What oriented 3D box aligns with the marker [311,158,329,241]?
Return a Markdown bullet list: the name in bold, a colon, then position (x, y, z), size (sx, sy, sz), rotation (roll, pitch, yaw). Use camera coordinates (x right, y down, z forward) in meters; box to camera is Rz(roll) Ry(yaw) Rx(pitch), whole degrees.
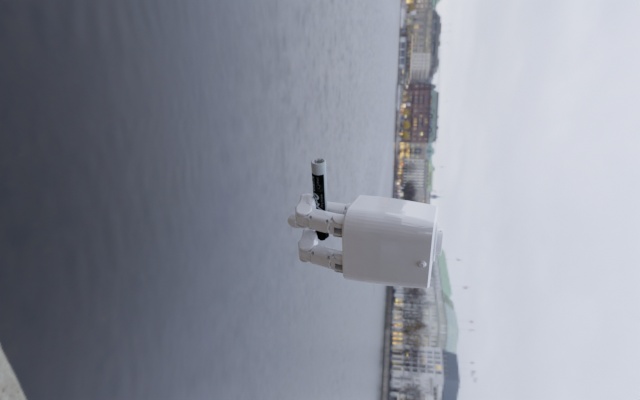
- **marker**: position (0.000, 0.002, 0.626), size (0.020, 0.121, 0.020), rotation (-2, 32, 1)
